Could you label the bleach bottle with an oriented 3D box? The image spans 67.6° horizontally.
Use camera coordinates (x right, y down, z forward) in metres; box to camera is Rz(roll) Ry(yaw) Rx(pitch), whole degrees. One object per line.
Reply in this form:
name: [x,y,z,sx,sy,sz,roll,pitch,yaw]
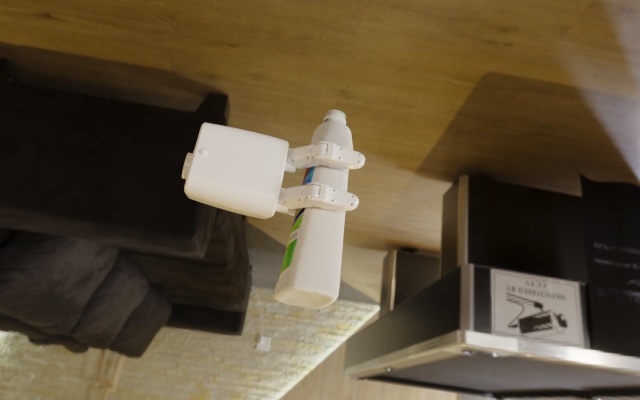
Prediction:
bleach bottle: [0.000,0.002,0.604,0.068,0.250,0.103,14,-24,-11]
